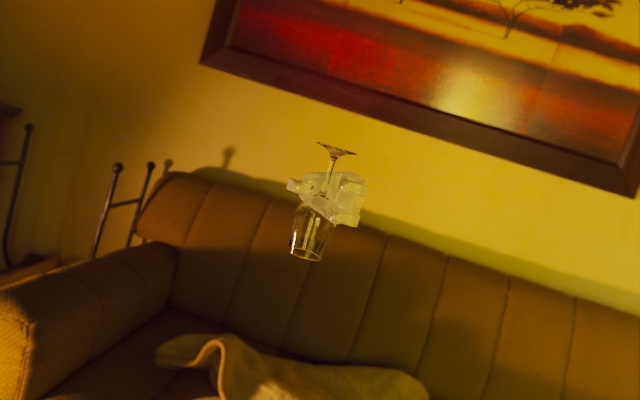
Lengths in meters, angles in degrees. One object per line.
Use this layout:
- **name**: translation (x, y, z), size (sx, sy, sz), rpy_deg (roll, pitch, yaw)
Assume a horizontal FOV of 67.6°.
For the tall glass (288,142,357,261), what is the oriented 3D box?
- **tall glass**: translation (0.000, 0.002, 0.846), size (0.079, 0.201, 0.079), rpy_deg (17, 5, -2)
